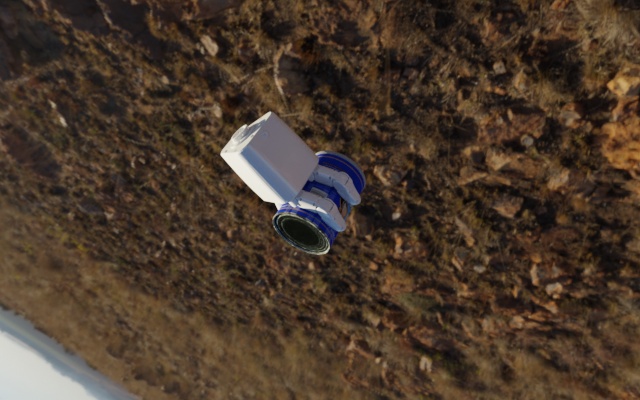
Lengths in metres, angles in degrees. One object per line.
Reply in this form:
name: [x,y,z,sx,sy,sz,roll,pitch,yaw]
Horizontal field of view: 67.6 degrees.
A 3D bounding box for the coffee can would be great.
coffee can: [0.000,0.003,0.784,0.103,0.140,0.103,22,-32,15]
